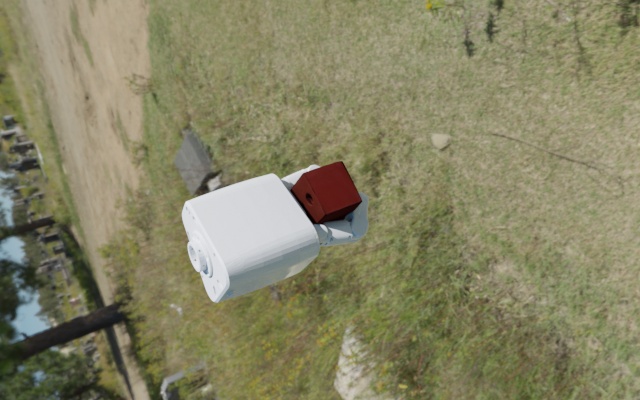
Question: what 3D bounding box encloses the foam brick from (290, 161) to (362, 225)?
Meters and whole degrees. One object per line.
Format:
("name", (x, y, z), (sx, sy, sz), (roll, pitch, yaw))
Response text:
("foam brick", (0.000, 0.002, 0.530), (0.051, 0.053, 0.078), (-18, -17, -30))
